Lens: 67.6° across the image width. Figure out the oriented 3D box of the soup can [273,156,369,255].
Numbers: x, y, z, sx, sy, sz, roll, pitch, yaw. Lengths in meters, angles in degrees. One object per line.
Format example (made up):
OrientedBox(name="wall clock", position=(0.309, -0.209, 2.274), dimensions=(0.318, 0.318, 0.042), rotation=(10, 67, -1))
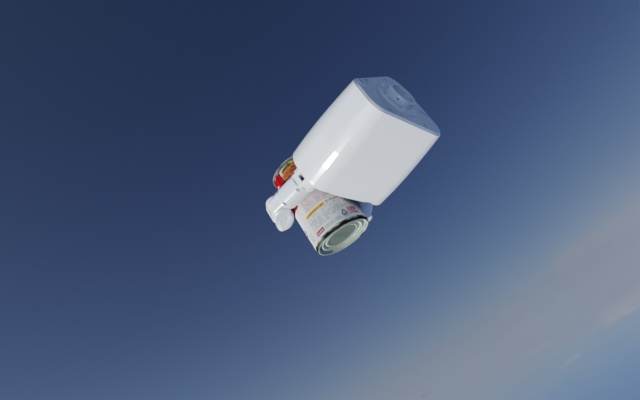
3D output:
OrientedBox(name="soup can", position=(0.000, 0.002, 0.538), dimensions=(0.068, 0.102, 0.068), rotation=(-27, -25, -14))
